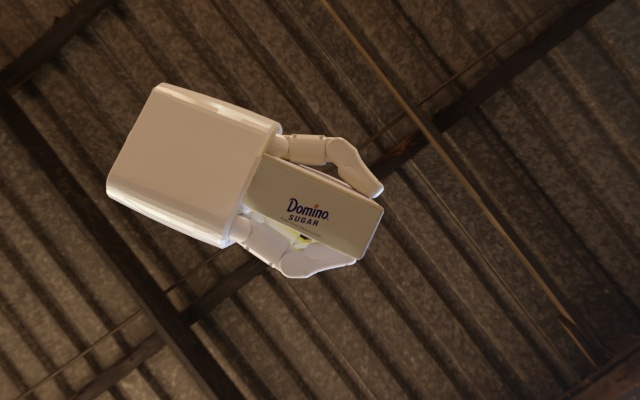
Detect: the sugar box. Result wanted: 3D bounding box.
[{"bbox_3d":[0.000,0.002,0.405,0.093,0.048,0.176,25,6,4],"label":"sugar box"}]
